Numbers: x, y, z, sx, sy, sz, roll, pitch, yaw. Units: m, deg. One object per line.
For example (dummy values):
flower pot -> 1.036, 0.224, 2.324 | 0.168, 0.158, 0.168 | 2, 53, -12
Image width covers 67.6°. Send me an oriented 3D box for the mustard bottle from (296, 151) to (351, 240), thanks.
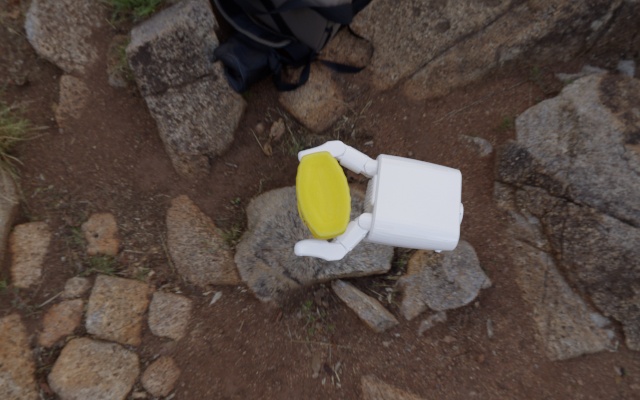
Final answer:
mustard bottle -> 0.000, 0.002, 0.609 | 0.058, 0.096, 0.191 | -13, -5, -3
